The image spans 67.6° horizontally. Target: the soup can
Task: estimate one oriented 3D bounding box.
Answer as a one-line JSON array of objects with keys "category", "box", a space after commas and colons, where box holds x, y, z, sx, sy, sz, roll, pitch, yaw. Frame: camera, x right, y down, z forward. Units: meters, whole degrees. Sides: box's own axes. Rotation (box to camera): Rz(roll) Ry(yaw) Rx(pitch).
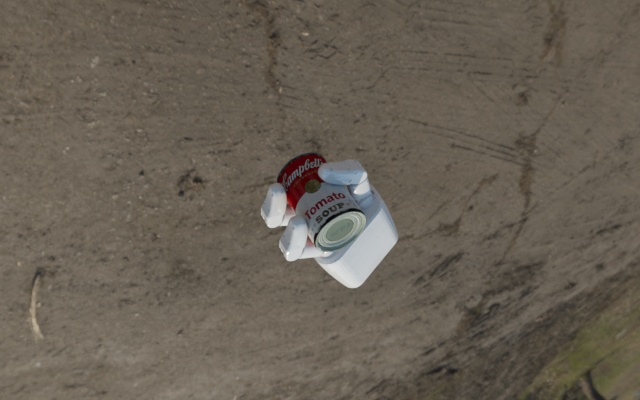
[{"category": "soup can", "box": [0.000, 0.002, 0.556, 0.068, 0.068, 0.102, 0, 42, -38]}]
